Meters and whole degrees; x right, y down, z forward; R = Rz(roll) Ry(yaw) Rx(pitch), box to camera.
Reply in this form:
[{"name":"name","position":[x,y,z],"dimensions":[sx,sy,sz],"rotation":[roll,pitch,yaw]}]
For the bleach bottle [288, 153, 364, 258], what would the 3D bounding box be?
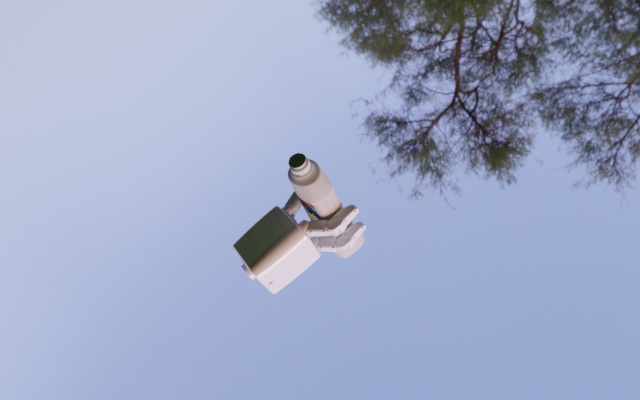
[{"name":"bleach bottle","position":[0.000,0.003,0.810],"dimensions":[0.102,0.068,0.251],"rotation":[43,-10,37]}]
